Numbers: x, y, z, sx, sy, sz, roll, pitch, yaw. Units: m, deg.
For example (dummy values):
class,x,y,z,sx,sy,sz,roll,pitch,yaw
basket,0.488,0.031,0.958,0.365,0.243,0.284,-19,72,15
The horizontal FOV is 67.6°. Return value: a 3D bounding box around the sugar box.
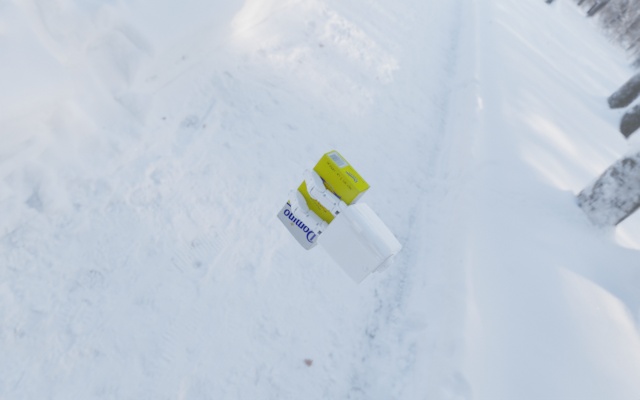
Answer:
class,x,y,z,sx,sy,sz,roll,pitch,yaw
sugar box,0.000,0.003,0.854,0.048,0.093,0.176,-24,-22,-54
